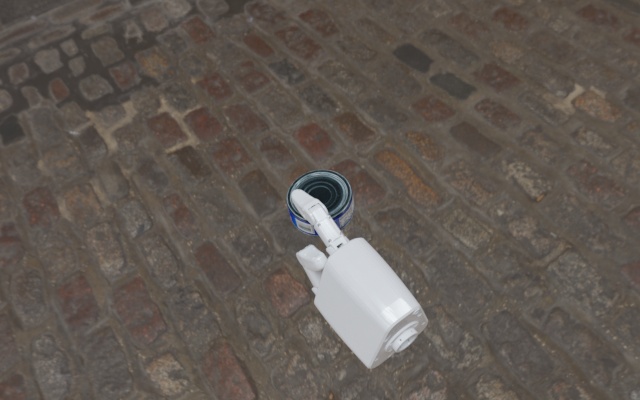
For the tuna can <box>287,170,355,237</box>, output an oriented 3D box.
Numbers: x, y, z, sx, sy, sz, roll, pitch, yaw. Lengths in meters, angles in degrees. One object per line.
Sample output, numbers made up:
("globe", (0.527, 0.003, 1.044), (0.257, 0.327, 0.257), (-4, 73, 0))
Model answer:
("tuna can", (0.000, 0.002, 0.612), (0.086, 0.086, 0.034), (0, -36, 10))
